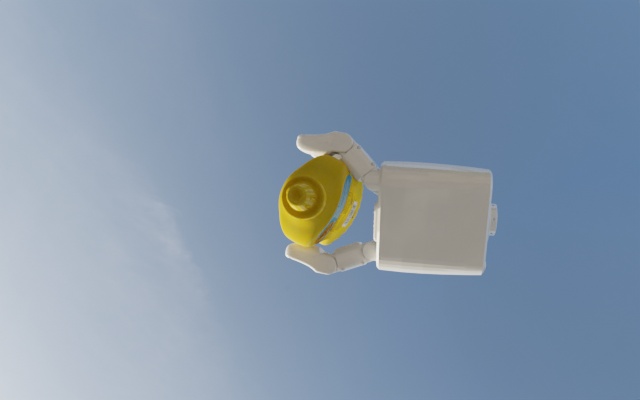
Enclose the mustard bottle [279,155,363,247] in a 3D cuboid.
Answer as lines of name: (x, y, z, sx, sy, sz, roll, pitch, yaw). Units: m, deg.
mustard bottle: (0.000, 0.002, 0.505, 0.058, 0.096, 0.191, 28, 3, 12)
